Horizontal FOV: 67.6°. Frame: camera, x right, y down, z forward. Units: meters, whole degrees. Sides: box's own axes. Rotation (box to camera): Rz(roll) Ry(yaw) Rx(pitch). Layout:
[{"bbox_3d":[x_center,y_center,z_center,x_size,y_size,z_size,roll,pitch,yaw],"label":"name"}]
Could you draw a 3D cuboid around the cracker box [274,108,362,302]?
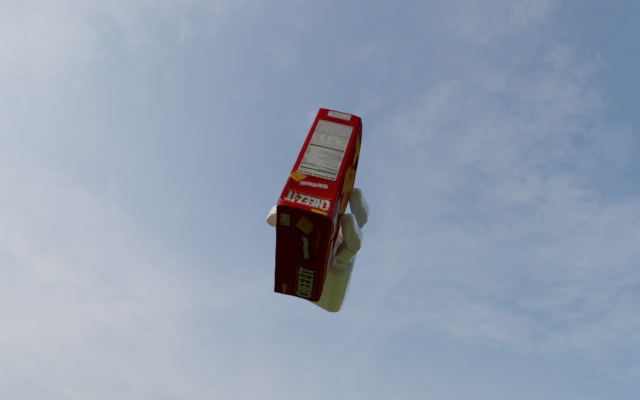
[{"bbox_3d":[0.000,0.002,0.651,0.072,0.164,0.213,12,44,6],"label":"cracker box"}]
